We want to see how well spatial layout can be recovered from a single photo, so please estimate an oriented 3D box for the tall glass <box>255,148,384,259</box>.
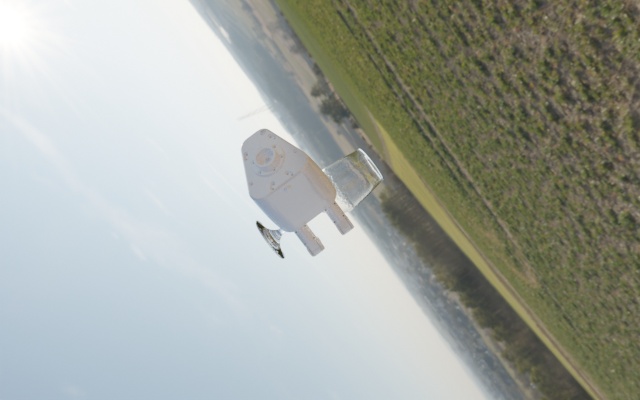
[{"bbox_3d":[0.000,0.003,0.746,0.201,0.079,0.079,-37,-2,2],"label":"tall glass"}]
